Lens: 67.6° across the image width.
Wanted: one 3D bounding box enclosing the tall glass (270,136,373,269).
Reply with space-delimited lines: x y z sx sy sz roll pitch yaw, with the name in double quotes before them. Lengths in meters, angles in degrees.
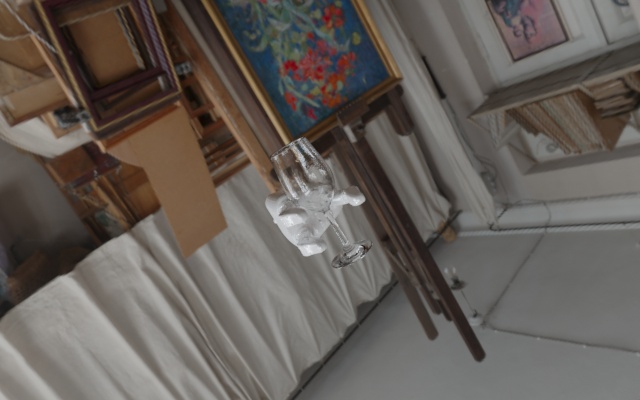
"tall glass" 0.001 0.003 0.735 0.079 0.201 0.079 -29 14 8
